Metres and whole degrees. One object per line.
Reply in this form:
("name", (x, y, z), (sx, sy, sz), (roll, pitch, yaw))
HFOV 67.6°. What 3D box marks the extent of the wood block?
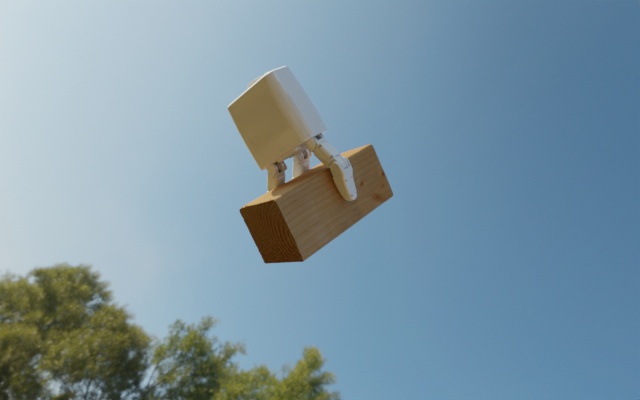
("wood block", (0.000, 0.002, 0.692), (0.206, 0.090, 0.091), (-32, 13, -39))
